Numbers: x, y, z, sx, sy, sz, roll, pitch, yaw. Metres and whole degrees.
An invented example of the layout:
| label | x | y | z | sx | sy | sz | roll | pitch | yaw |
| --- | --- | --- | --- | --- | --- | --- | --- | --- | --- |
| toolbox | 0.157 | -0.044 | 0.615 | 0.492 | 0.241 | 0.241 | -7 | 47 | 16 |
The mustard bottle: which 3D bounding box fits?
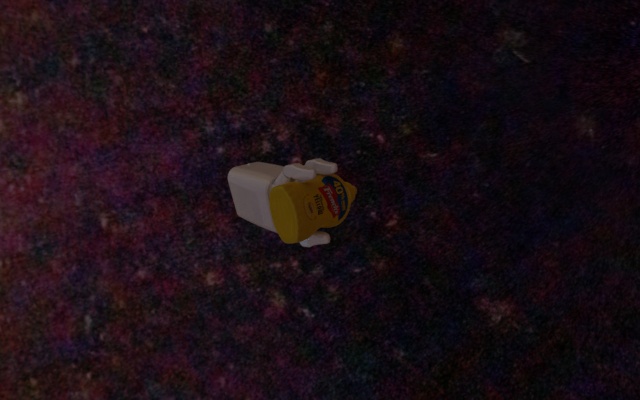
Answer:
| label | x | y | z | sx | sy | sz | roll | pitch | yaw |
| --- | --- | --- | --- | --- | --- | --- | --- | --- | --- |
| mustard bottle | 0.000 | 0.003 | 0.820 | 0.058 | 0.096 | 0.191 | -12 | 5 | 42 |
